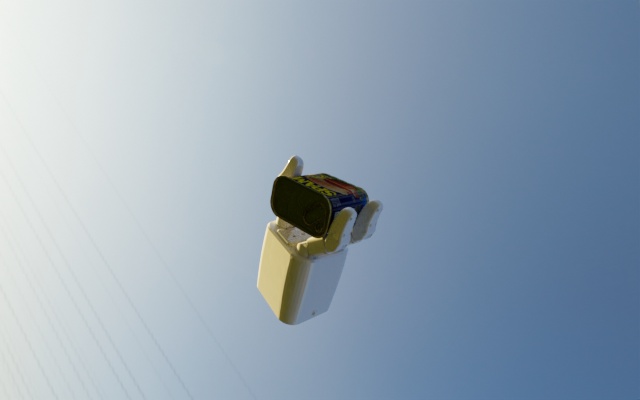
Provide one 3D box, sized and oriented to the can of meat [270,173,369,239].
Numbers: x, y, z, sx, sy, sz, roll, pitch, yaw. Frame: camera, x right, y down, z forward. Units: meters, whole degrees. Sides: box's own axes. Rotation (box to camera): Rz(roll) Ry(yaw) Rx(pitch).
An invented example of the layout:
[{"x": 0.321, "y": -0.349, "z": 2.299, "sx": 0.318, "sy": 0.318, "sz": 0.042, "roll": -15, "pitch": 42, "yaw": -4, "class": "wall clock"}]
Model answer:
[{"x": 0.000, "y": 0.002, "z": 0.624, "sx": 0.102, "sy": 0.057, "sz": 0.084, "roll": 26, "pitch": 24, "yaw": 36, "class": "can of meat"}]
